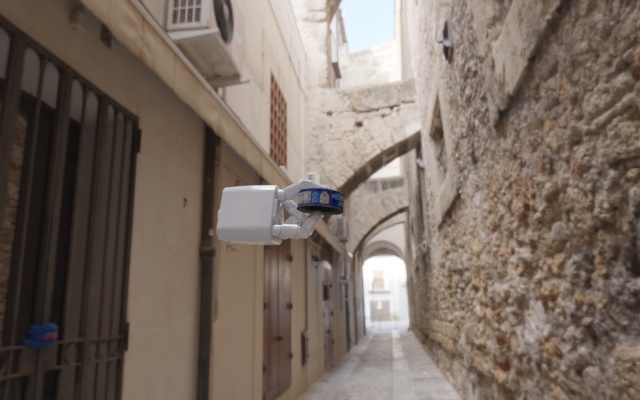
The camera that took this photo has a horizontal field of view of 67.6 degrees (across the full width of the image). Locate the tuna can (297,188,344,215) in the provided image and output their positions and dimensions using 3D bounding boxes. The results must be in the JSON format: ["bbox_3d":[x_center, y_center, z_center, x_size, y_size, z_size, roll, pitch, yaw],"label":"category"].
[{"bbox_3d":[0.000,0.002,0.874,0.086,0.033,0.086,4,-12,1],"label":"tuna can"}]
